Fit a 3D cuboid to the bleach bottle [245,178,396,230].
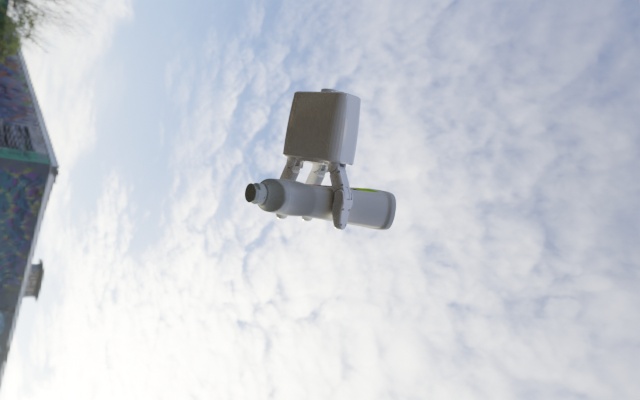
[{"bbox_3d":[0.000,0.002,0.748,0.251,0.068,0.102,7,2,-41],"label":"bleach bottle"}]
